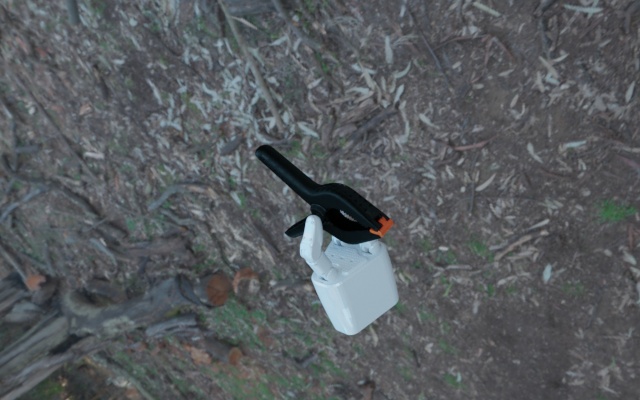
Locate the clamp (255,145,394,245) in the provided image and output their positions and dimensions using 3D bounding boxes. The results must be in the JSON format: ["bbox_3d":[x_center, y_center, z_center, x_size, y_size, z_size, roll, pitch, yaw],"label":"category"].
[{"bbox_3d":[0.000,0.003,0.644,0.210,0.165,0.036,11,45,43],"label":"clamp"}]
